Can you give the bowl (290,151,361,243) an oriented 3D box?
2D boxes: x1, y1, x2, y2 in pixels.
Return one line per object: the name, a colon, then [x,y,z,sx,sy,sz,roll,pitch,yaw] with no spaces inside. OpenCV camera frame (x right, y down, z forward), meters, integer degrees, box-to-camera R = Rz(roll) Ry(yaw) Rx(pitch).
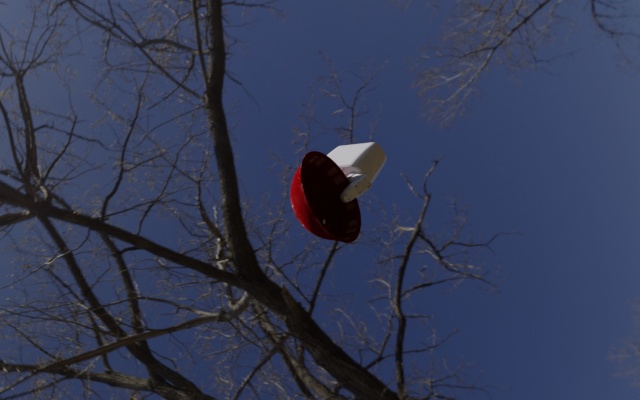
bowl: [-0.001,0.003,0.784,0.055,0.162,0.162,-26,-13,29]
